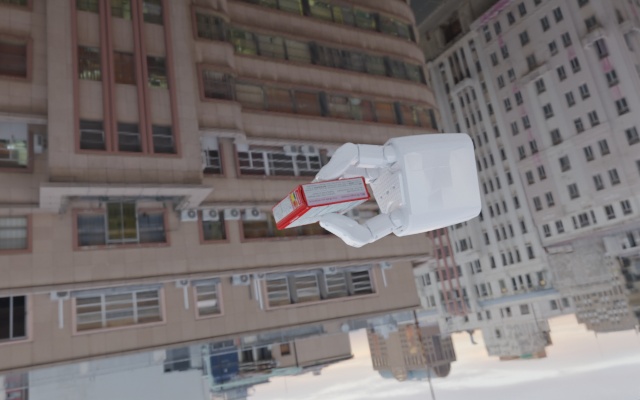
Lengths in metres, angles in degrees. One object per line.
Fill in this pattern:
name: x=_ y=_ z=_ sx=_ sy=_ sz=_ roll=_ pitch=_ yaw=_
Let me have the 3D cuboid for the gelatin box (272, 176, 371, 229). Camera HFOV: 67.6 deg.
gelatin box: x=0.000 y=0.002 z=0.539 sx=0.089 sy=0.030 sz=0.073 roll=-10 pitch=-15 yaw=-34
